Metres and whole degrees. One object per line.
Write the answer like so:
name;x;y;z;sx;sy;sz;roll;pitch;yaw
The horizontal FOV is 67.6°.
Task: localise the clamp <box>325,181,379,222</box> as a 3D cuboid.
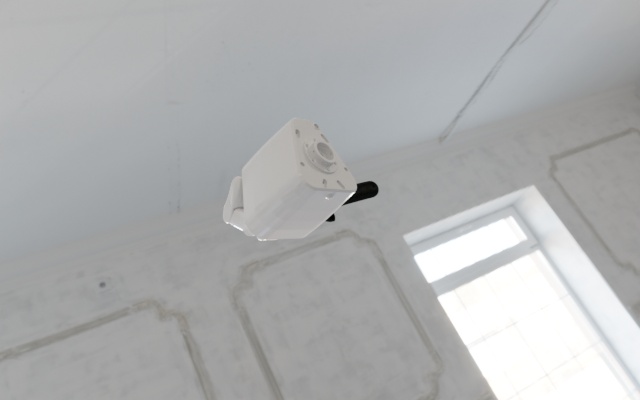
clamp;0.000;0.002;0.681;0.171;0.039;0.120;-2;-28;-49
